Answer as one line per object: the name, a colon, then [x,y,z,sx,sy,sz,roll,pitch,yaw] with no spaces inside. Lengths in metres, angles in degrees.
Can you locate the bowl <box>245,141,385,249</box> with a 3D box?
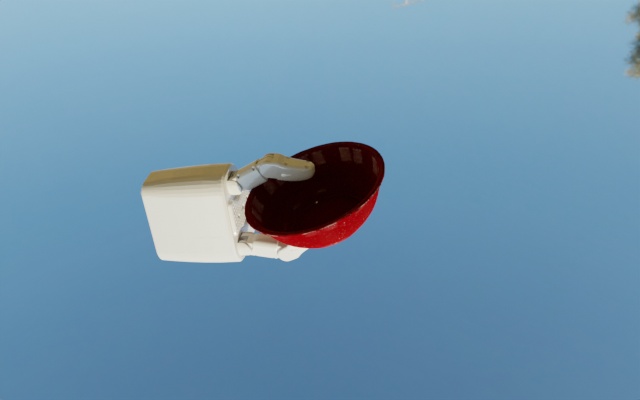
bowl: [0.001,0.002,0.529,0.162,0.055,0.162,-17,34,12]
